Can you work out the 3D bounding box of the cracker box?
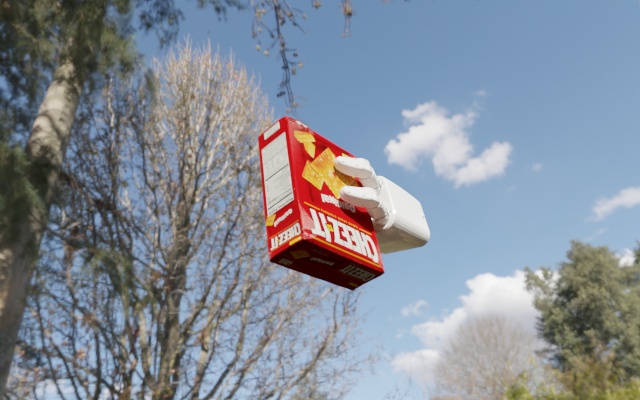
[{"bbox_3d":[0.000,0.002,0.681,0.072,0.213,0.164,-35,-42,30],"label":"cracker box"}]
